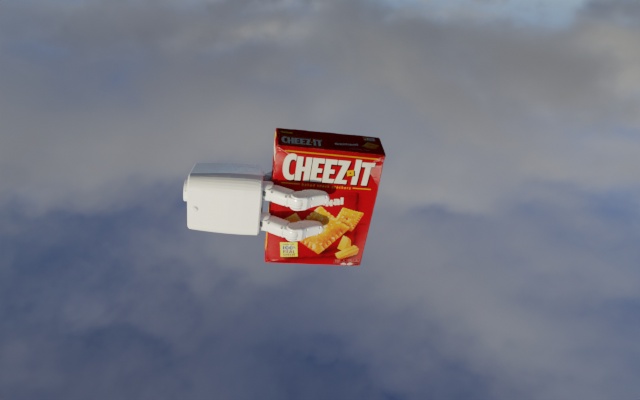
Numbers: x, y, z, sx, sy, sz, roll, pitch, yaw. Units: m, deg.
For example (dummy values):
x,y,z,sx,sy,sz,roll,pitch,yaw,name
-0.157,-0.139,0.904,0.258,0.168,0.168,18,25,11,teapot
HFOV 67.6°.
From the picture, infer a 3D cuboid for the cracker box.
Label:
x,y,z,sx,sy,sz,roll,pitch,yaw,name
0.000,0.003,0.759,0.164,0.214,0.072,4,32,-9,cracker box
